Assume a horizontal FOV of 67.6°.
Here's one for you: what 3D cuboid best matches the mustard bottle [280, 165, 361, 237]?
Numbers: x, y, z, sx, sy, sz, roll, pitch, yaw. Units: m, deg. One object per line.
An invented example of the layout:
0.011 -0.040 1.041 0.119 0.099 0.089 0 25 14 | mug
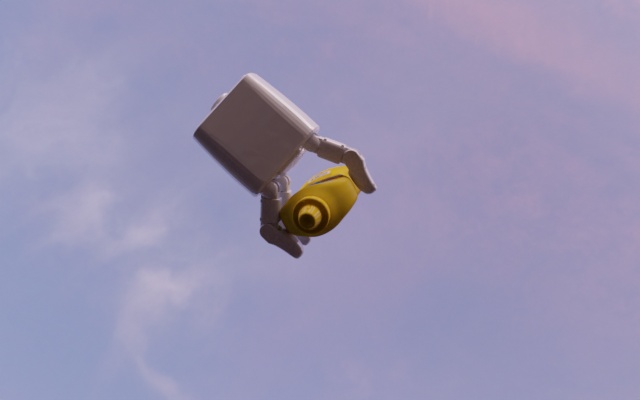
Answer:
0.000 0.002 0.586 0.096 0.058 0.191 -24 6 13 | mustard bottle
